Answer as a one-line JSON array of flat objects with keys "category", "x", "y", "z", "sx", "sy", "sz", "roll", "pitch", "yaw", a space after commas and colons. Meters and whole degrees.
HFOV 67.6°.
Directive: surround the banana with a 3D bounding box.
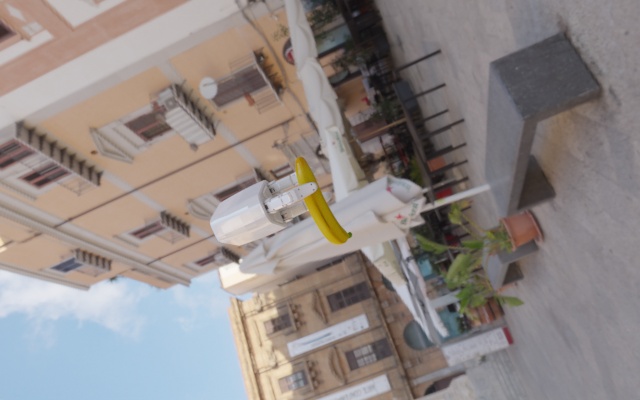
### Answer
[{"category": "banana", "x": 0.002, "y": 0.015, "z": 0.864, "sx": 0.037, "sy": 0.198, "sz": 0.069, "roll": -24, "pitch": 27, "yaw": 13}]
